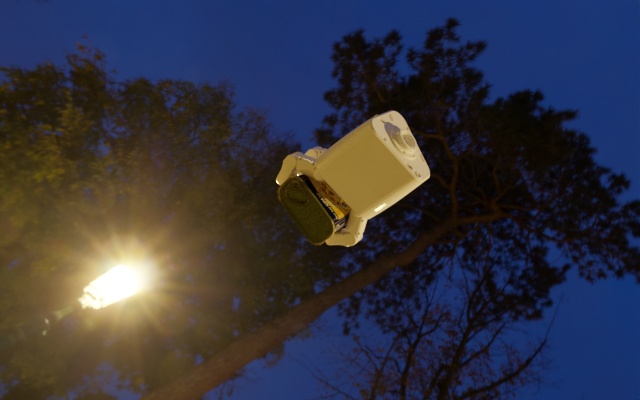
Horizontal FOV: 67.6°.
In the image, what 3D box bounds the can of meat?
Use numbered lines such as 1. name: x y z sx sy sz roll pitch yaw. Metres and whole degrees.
1. can of meat: 0.000 0.002 0.702 0.057 0.102 0.084 -40 -6 38
